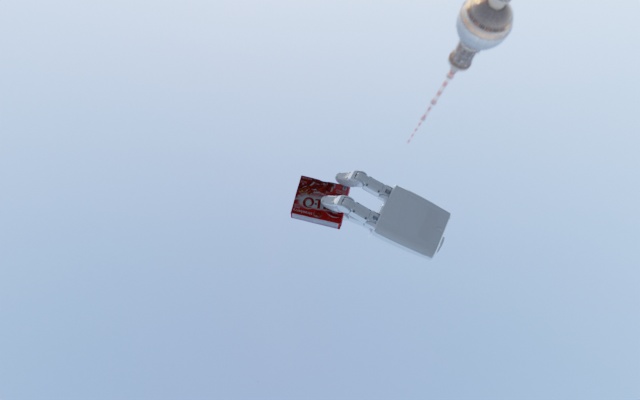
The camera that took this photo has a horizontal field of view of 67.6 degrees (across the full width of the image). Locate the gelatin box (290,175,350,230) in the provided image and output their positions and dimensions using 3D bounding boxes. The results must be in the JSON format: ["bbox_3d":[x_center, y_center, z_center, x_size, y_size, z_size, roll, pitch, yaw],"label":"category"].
[{"bbox_3d":[0.000,0.003,0.819,0.089,0.073,0.030,13,-23,3],"label":"gelatin box"}]
